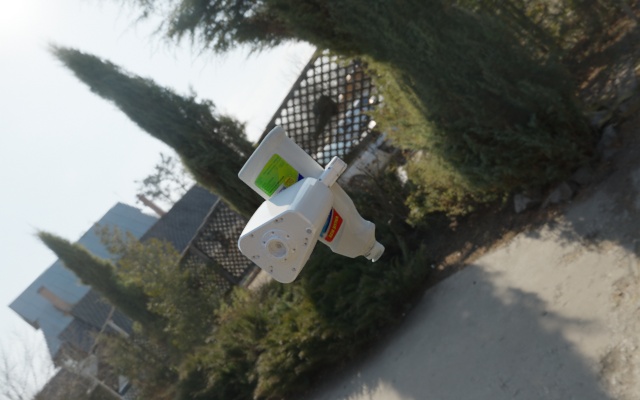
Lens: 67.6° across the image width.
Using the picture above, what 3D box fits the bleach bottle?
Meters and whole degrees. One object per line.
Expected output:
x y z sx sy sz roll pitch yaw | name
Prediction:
0.000 0.002 0.741 0.251 0.103 0.068 39 27 -5 | bleach bottle
